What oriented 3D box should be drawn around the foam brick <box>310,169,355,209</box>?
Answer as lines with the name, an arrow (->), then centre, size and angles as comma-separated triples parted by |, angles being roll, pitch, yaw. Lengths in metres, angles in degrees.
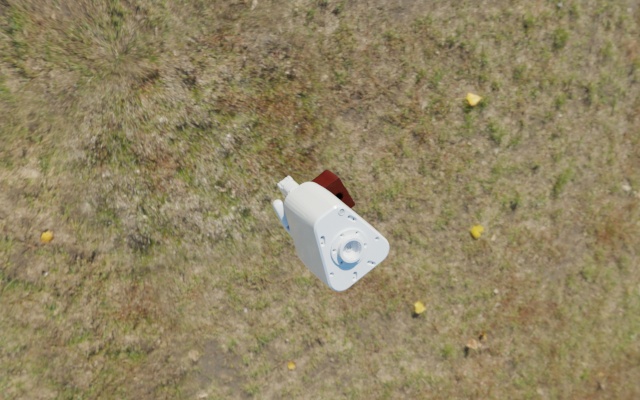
foam brick -> 0.000, 0.002, 0.689 | 0.078, 0.053, 0.051 | -37, 26, -9
